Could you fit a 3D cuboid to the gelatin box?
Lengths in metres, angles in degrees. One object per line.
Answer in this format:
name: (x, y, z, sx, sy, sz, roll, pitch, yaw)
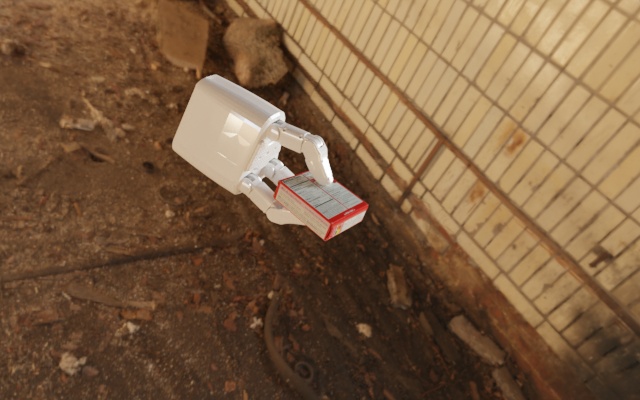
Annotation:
gelatin box: (0.000, 0.002, 0.568, 0.089, 0.030, 0.073, 37, 36, 24)
